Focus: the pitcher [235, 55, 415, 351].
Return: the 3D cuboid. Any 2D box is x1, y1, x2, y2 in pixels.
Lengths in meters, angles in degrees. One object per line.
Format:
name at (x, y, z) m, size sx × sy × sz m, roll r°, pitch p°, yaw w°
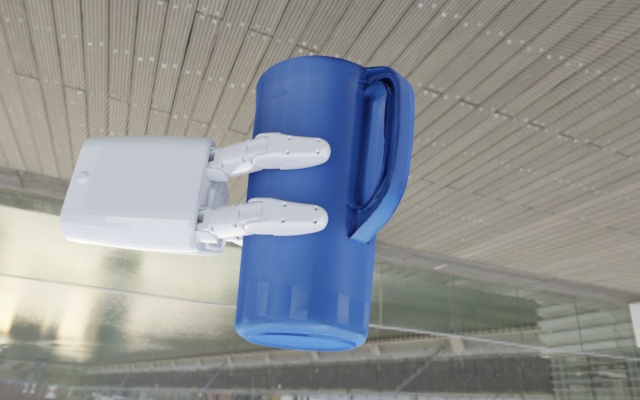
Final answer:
pitcher at (0.000, 0.001, 0.423) m, size 0.145 × 0.242 × 0.149 m, roll 4°, pitch -23°, yaw 2°
